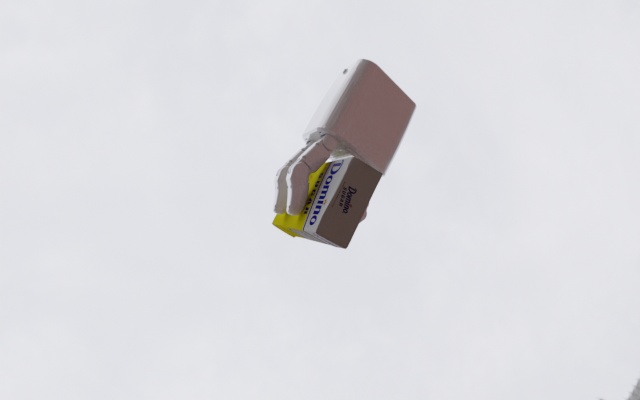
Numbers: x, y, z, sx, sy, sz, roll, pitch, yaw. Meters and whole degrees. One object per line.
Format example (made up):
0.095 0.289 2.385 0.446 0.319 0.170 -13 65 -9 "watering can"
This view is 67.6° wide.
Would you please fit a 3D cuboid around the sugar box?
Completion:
0.000 0.001 0.572 0.048 0.093 0.176 29 -11 -16 "sugar box"
